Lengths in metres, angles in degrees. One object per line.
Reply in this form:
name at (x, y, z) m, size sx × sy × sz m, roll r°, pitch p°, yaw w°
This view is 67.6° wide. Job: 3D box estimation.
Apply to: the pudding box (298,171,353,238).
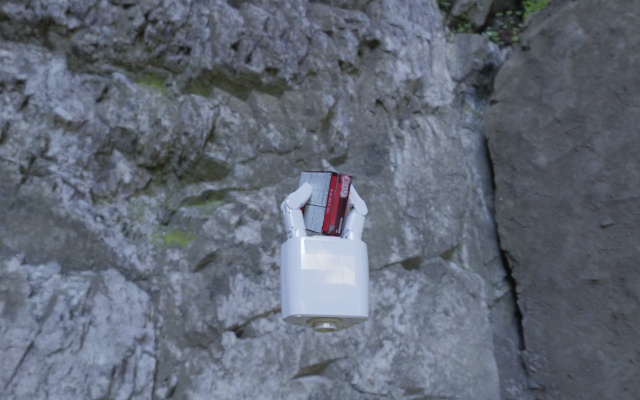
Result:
pudding box at (0.000, 0.002, 0.705) m, size 0.039 × 0.090 × 0.113 m, roll 12°, pitch -2°, yaw -27°
